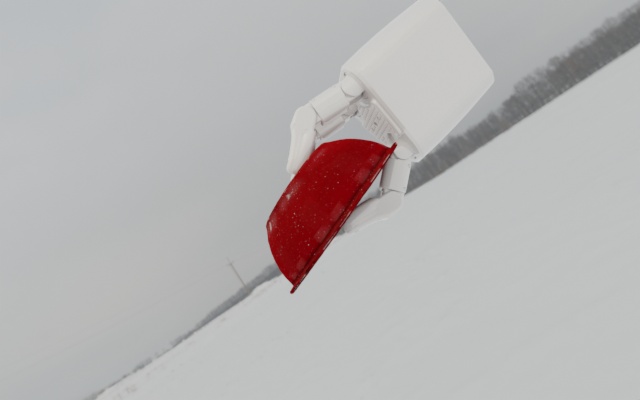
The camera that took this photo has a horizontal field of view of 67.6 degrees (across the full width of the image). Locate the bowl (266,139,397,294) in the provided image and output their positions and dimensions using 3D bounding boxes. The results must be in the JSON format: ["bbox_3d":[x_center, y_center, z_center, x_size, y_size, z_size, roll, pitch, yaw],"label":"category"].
[{"bbox_3d":[-0.001,0.002,0.423,0.055,0.162,0.162,35,2,2],"label":"bowl"}]
